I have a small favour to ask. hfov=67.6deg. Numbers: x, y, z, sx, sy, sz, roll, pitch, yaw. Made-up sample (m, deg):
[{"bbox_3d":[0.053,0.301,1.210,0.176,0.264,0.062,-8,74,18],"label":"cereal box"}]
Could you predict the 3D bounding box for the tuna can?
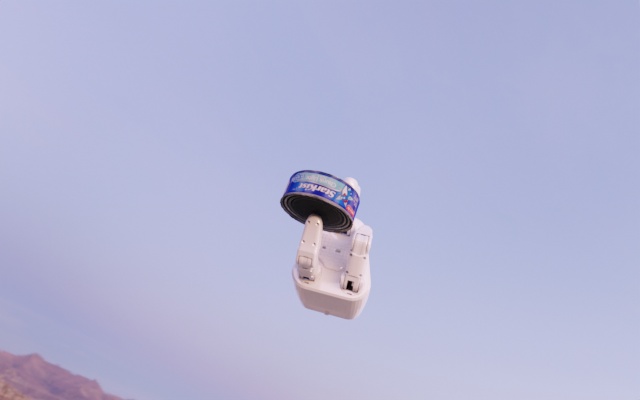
[{"bbox_3d":[0.000,0.001,0.538,0.086,0.033,0.086,17,-25,8],"label":"tuna can"}]
